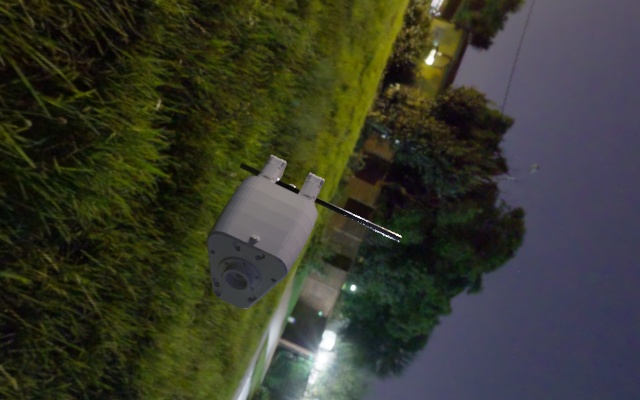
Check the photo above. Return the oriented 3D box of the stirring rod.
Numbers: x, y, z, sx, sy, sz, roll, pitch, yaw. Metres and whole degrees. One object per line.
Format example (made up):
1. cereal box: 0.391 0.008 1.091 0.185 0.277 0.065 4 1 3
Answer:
1. stirring rod: 0.000 0.002 0.655 0.239 0.011 0.011 25 0 0
